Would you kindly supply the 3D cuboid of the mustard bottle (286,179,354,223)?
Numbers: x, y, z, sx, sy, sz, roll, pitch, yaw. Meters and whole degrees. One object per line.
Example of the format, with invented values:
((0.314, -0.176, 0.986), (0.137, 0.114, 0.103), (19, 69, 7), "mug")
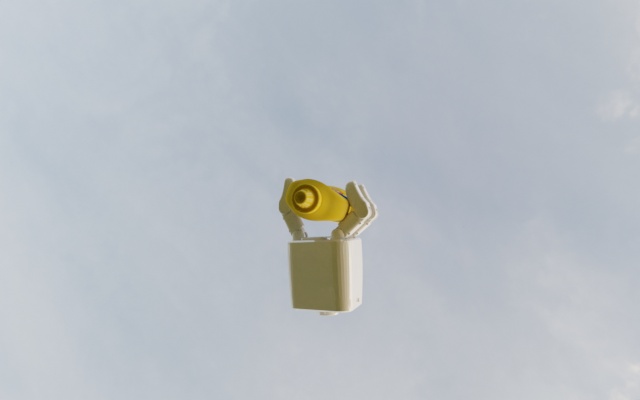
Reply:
((0.000, 0.002, 0.722), (0.096, 0.058, 0.191), (22, 3, 17), "mustard bottle")
